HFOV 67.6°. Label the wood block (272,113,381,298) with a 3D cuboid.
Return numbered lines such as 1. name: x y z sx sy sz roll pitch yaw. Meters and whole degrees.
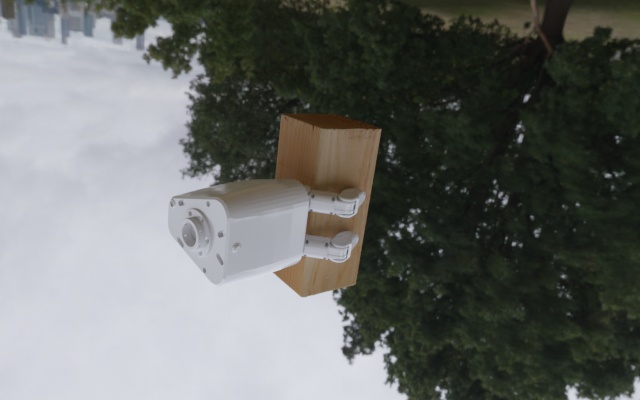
1. wood block: 0.000 0.002 0.598 0.090 0.206 0.090 -7 23 -36
